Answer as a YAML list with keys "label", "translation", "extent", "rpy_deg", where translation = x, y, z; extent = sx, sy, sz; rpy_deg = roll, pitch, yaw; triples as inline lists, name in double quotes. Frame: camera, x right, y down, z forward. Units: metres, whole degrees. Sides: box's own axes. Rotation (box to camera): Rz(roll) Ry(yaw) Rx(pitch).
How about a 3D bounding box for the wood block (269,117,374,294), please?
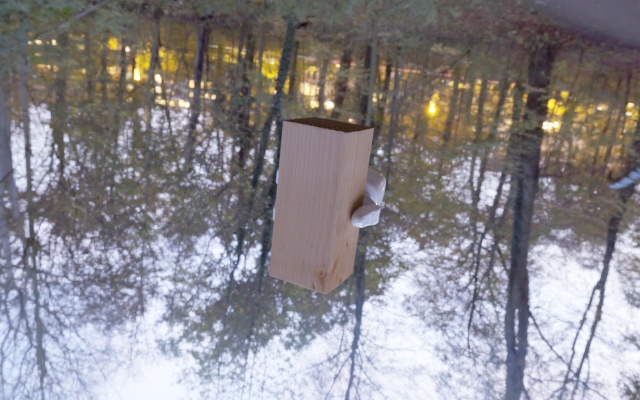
- label: "wood block"
  translation: [0.001, 0.002, 0.625]
  extent: [0.091, 0.206, 0.090]
  rpy_deg: [14, 18, 24]
